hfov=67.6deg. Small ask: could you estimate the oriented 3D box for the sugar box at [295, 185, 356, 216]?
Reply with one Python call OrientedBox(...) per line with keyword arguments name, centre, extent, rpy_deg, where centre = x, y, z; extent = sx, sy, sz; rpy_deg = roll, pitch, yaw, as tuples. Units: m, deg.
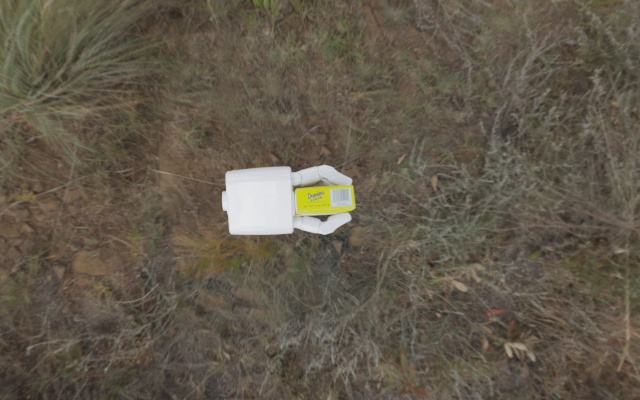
OrientedBox(name="sugar box", centre=(0.000, 0.002, 0.827), extent=(0.093, 0.048, 0.176), rpy_deg=(-3, -1, -6))
